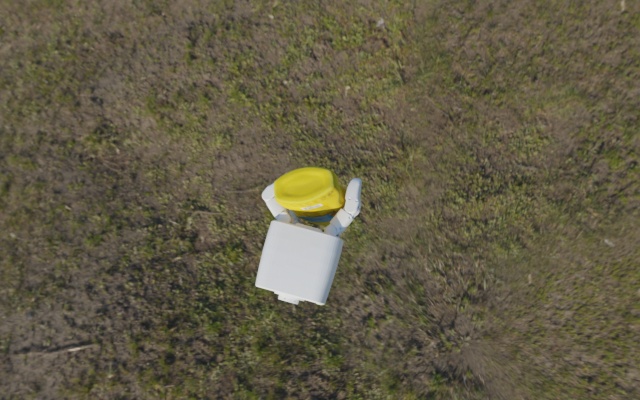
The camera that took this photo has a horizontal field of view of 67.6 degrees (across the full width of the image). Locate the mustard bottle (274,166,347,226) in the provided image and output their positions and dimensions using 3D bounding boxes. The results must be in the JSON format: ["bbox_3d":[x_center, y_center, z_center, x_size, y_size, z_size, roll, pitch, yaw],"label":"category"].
[{"bbox_3d":[0.000,0.002,0.785,0.096,0.058,0.192,-13,-19,13],"label":"mustard bottle"}]
